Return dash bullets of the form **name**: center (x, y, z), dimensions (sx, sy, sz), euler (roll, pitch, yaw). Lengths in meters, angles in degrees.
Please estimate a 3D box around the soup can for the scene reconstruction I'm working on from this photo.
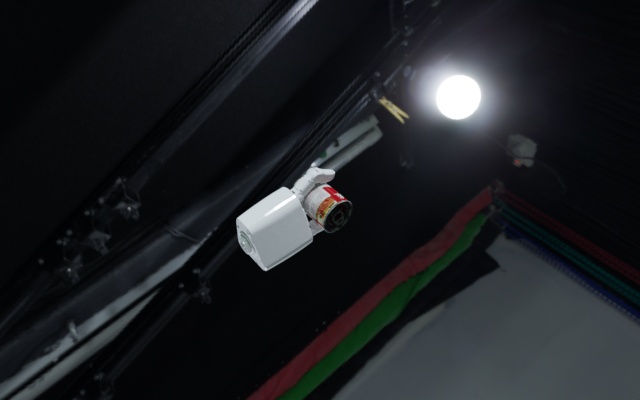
- **soup can**: center (0.000, 0.002, 0.876), dimensions (0.068, 0.068, 0.102), euler (0, 32, -48)
